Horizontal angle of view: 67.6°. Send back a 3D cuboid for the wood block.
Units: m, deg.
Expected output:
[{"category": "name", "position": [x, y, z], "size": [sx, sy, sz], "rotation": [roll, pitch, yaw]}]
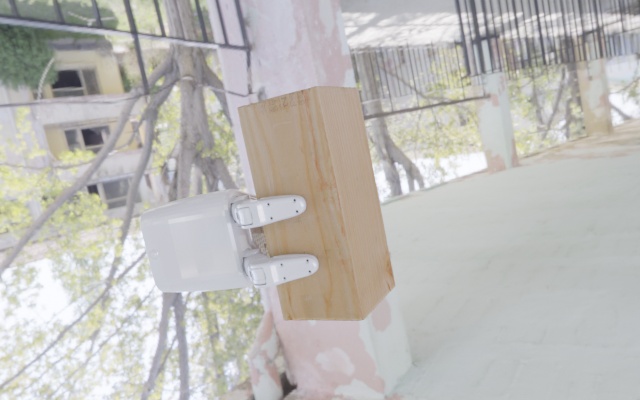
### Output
[{"category": "wood block", "position": [0.000, 0.002, 0.466], "size": [0.090, 0.206, 0.091], "rotation": [-8, 8, 29]}]
